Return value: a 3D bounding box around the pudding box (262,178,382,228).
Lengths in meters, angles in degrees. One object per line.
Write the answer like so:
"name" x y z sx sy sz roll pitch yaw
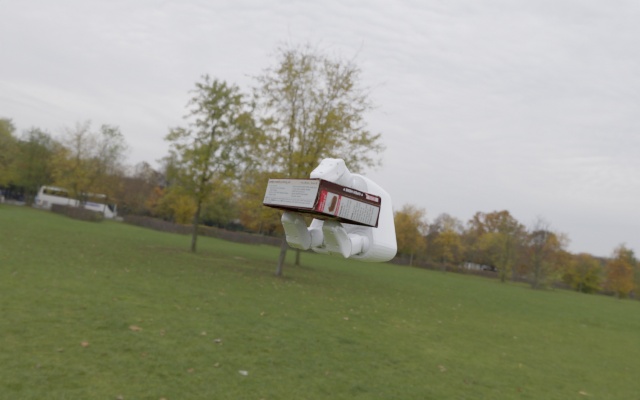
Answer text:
"pudding box" 0.000 0.002 0.544 0.090 0.039 0.113 15 -8 -34
